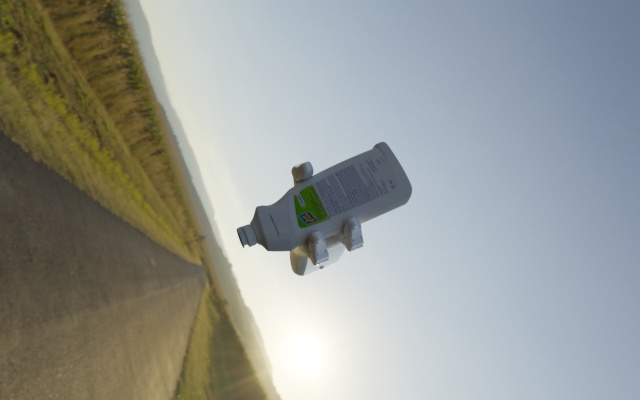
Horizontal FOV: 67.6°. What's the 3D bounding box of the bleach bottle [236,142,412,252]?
[{"bbox_3d":[0.000,0.002,0.683,0.251,0.102,0.068,-21,-23,-16],"label":"bleach bottle"}]
